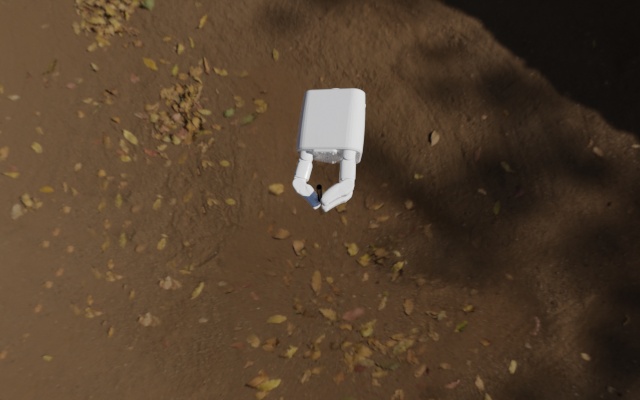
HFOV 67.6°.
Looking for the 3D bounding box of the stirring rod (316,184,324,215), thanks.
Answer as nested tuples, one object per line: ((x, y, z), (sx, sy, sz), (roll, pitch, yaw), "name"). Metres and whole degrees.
((0.000, 0.003, 0.803), (0.011, 0.011, 0.239), (0, -11, 1), "stirring rod")
